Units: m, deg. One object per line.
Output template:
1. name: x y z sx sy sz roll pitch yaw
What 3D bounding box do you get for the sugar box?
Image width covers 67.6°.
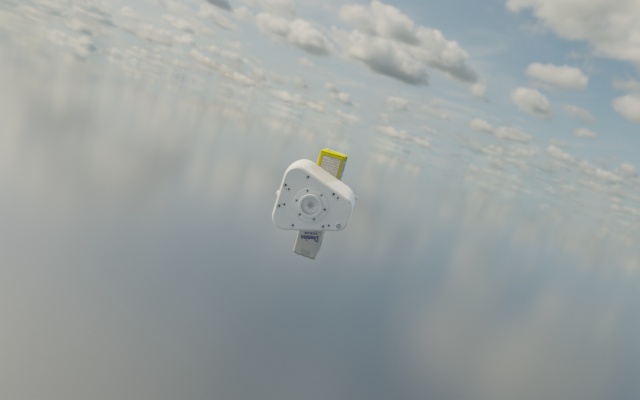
1. sugar box: 0.000 0.002 0.809 0.048 0.176 0.093 19 9 4
